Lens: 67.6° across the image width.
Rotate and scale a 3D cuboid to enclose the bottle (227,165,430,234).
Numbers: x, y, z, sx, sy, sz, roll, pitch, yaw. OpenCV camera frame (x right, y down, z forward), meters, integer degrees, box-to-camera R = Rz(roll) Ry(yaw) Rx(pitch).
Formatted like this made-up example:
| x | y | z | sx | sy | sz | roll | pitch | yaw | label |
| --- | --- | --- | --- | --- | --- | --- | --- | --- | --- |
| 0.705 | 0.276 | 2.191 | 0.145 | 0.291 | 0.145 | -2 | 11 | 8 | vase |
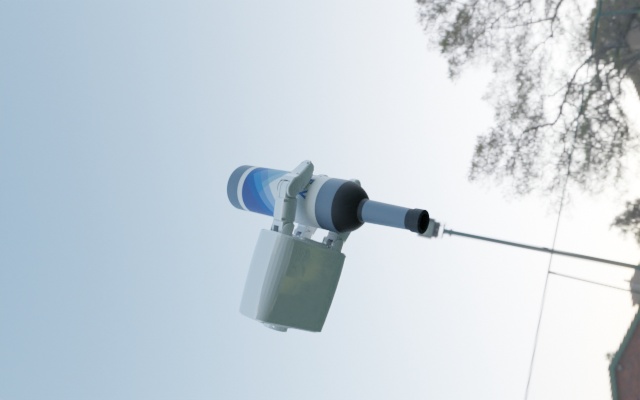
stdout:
| x | y | z | sx | sy | sz | roll | pitch | yaw | label |
| --- | --- | --- | --- | --- | --- | --- | --- | --- | --- |
| 0.000 | 0.002 | 0.610 | 0.295 | 0.069 | 0.069 | 11 | 7 | 39 | bottle |
